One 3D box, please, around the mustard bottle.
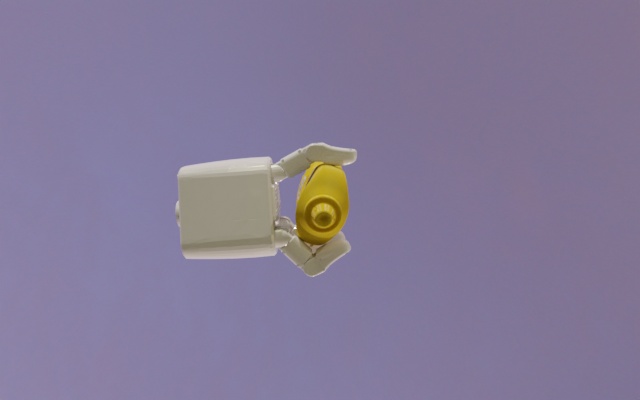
[{"bbox_3d":[0.000,0.002,0.577,0.058,0.096,0.191,19,9,-4],"label":"mustard bottle"}]
